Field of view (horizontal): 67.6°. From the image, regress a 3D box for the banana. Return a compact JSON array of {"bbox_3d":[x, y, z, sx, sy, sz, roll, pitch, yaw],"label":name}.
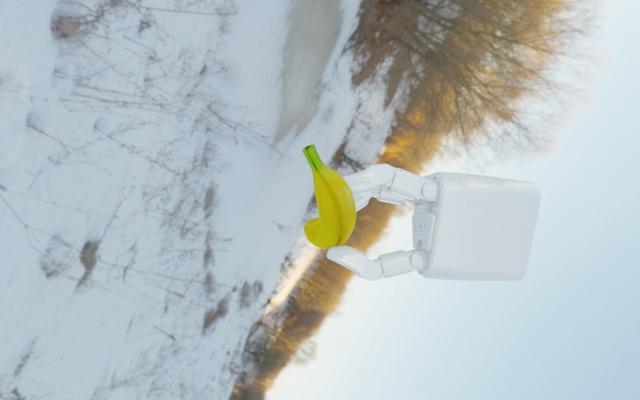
[{"bbox_3d":[0.008,0.016,0.500,0.037,0.069,0.198,-21,-23,-13],"label":"banana"}]
